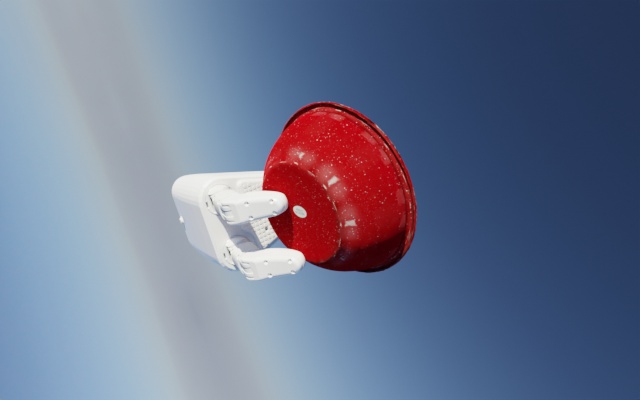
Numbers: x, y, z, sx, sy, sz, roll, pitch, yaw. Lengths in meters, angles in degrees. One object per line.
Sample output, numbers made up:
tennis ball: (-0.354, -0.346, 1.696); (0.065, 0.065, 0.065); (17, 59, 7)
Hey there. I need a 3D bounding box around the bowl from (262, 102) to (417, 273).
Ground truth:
bowl: (0.001, 0.001, 0.409); (0.162, 0.162, 0.055); (0, 22, 46)
